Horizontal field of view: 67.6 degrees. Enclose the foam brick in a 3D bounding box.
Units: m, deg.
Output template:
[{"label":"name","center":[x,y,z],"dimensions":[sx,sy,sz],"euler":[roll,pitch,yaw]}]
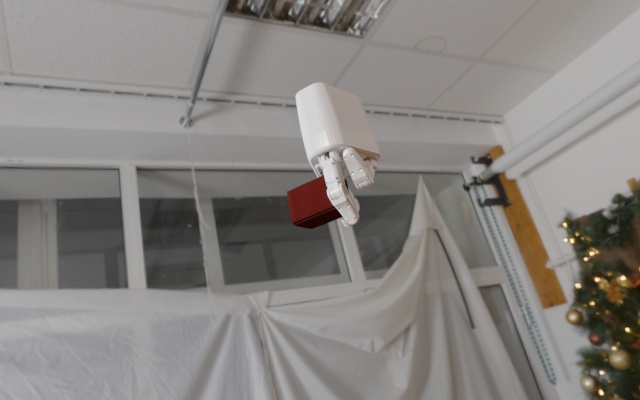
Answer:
[{"label":"foam brick","center":[0.000,0.002,0.681],"dimensions":[0.078,0.051,0.053],"euler":[-23,-20,22]}]
